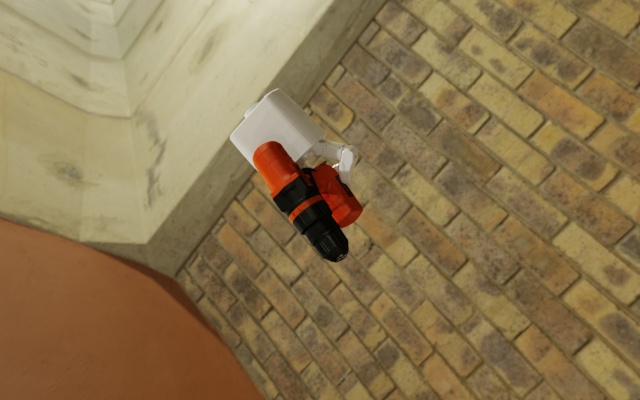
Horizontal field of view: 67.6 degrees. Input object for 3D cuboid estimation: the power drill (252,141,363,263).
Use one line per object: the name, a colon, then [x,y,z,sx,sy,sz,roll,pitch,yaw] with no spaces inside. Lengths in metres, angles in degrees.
power drill: [0.000,0.002,0.678,0.057,0.184,0.187,-38,-14,14]
